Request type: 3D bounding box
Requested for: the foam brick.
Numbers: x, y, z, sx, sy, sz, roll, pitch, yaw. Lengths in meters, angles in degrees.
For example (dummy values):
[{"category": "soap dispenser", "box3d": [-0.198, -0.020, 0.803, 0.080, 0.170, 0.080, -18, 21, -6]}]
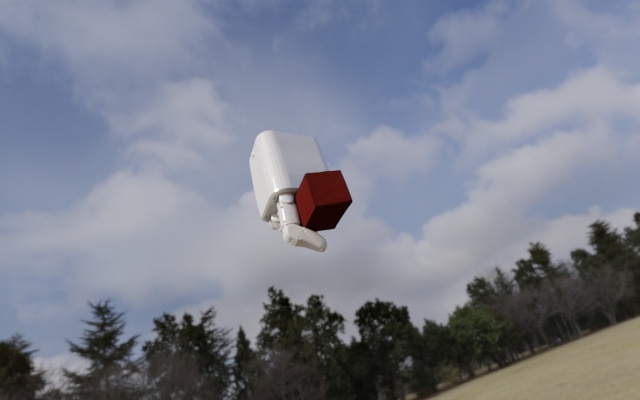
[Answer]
[{"category": "foam brick", "box3d": [0.000, 0.002, 0.635, 0.053, 0.051, 0.078, -6, -28, -23]}]
